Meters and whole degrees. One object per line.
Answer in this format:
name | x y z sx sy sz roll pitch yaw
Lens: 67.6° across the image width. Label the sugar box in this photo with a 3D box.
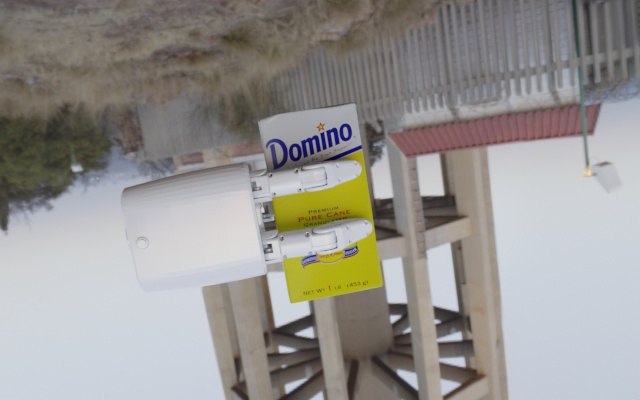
sugar box | 0.000 0.002 0.458 0.093 0.176 0.048 -11 8 -5
